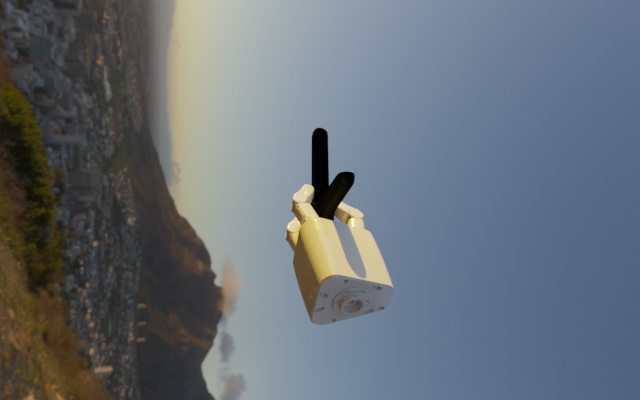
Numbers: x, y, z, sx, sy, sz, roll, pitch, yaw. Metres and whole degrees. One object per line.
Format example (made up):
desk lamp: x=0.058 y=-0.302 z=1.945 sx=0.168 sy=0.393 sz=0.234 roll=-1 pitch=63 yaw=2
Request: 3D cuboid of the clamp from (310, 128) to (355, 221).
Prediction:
clamp: x=0.001 y=0.003 z=0.735 sx=0.036 sy=0.210 sz=0.164 roll=2 pitch=36 yaw=-16
